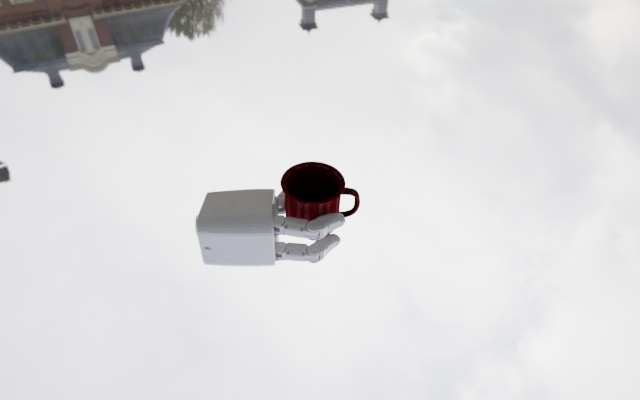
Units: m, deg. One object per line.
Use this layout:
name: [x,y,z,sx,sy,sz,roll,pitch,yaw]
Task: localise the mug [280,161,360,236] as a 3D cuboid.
mug: [0.002,0.002,0.709,0.117,0.082,0.093,0,44,-2]
